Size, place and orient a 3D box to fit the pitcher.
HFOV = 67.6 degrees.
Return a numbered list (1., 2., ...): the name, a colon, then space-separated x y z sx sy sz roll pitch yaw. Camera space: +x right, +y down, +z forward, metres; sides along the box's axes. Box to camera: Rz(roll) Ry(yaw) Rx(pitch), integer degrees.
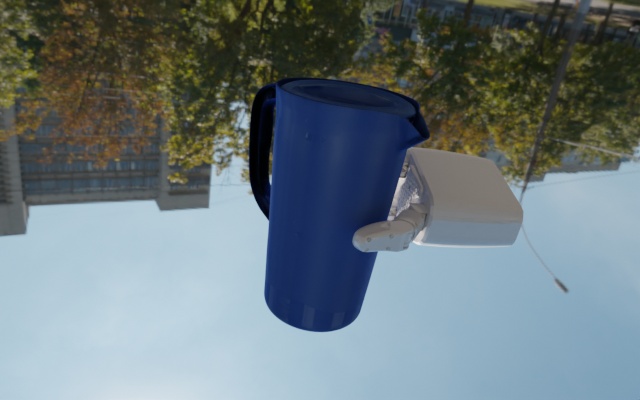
1. pitcher: 0.000 0.002 0.485 0.145 0.243 0.149 3 24 -15
